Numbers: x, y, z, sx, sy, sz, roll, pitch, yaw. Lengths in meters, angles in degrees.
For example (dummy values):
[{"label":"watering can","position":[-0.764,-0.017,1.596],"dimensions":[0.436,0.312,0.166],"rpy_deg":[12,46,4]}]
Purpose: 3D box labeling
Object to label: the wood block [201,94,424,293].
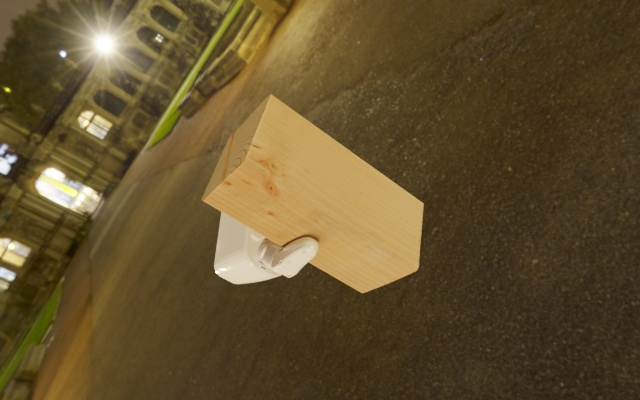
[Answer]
[{"label":"wood block","position":[0.000,0.002,0.489],"dimensions":[0.206,0.090,0.090],"rpy_deg":[32,-41,-22]}]
